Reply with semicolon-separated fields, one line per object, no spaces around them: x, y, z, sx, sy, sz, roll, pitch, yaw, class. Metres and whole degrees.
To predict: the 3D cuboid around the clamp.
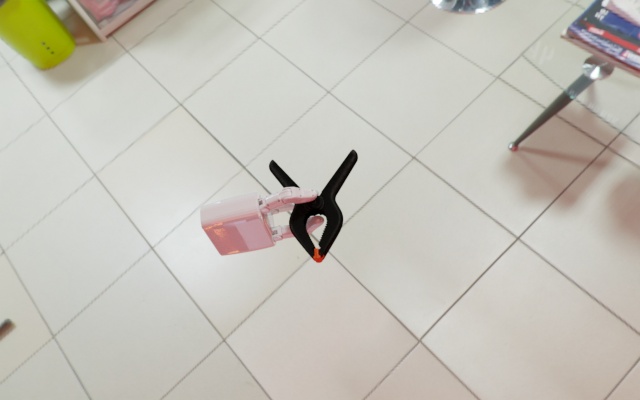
0.000;0.003;0.836;0.164;0.210;0.036;-13;-26;5;clamp
